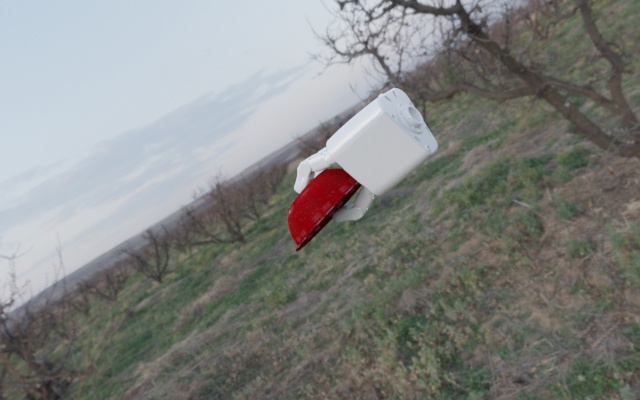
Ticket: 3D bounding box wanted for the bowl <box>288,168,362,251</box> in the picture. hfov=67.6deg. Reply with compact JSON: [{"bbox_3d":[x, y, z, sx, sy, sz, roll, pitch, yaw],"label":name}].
[{"bbox_3d":[-0.001,0.003,0.739,0.055,0.162,0.162,43,5,6],"label":"bowl"}]
